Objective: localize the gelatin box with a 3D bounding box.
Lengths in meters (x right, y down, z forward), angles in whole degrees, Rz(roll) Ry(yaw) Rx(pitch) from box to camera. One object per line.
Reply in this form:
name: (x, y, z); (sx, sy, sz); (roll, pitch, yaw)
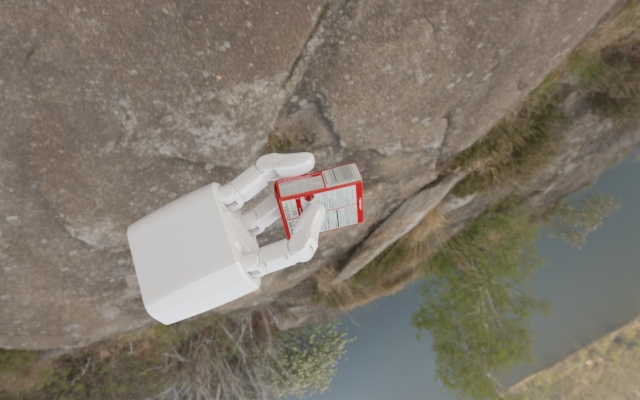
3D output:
gelatin box: (0.001, 0.002, 0.506); (0.089, 0.030, 0.073); (-13, -38, -3)
